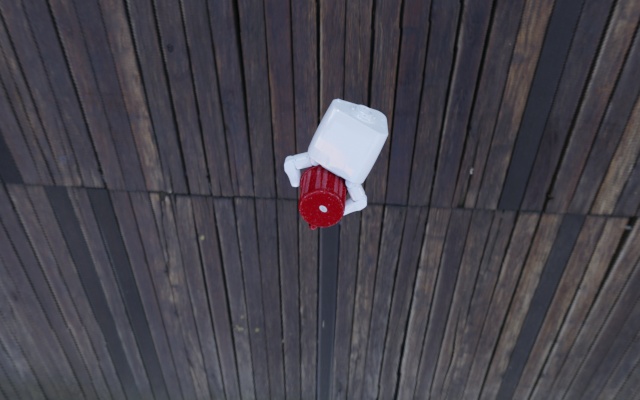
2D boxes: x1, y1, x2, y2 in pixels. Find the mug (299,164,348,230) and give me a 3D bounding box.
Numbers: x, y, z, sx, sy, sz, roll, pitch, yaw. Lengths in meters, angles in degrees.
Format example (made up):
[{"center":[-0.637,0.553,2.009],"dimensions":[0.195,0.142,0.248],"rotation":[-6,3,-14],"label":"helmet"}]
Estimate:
[{"center":[0.000,0.004,0.862],"dimensions":[0.093,0.117,0.081],"rotation":[19,34,-9],"label":"mug"}]
